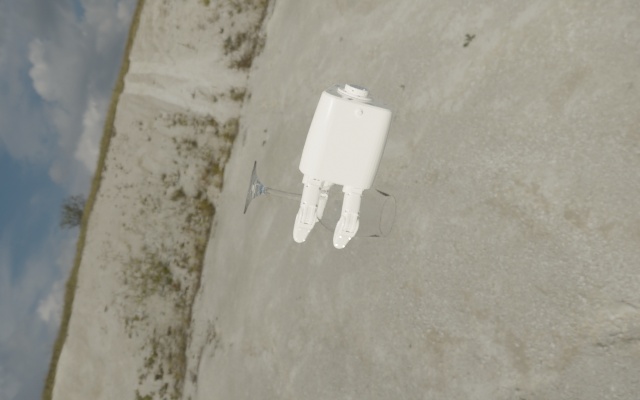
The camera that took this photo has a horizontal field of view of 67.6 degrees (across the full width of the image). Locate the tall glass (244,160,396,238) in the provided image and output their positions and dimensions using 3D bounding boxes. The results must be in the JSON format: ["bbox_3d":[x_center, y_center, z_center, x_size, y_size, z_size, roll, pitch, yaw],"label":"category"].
[{"bbox_3d":[-0.001,0.002,0.661,0.201,0.079,0.079,12,-2,-9],"label":"tall glass"}]
